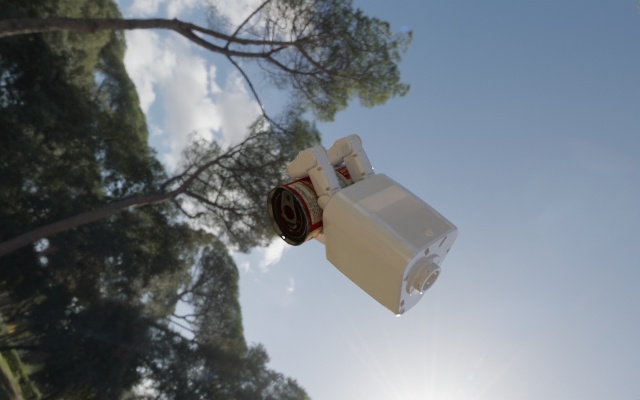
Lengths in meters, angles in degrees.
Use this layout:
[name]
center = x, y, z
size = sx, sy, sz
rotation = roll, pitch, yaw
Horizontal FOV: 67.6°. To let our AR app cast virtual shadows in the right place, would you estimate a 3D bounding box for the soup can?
[soup can]
center = 0.000, 0.002, 0.542
size = 0.102, 0.068, 0.068
rotation = -23, 15, -38
